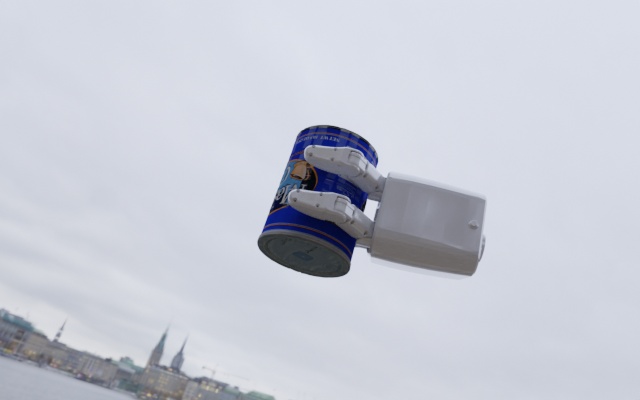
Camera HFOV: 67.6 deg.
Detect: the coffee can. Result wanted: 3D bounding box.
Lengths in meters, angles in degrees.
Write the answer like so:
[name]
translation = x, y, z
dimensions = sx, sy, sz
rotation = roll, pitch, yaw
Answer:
[coffee can]
translation = 0.000, 0.002, 0.536
dimensions = 0.103, 0.140, 0.103
rotation = 14, -27, 7
